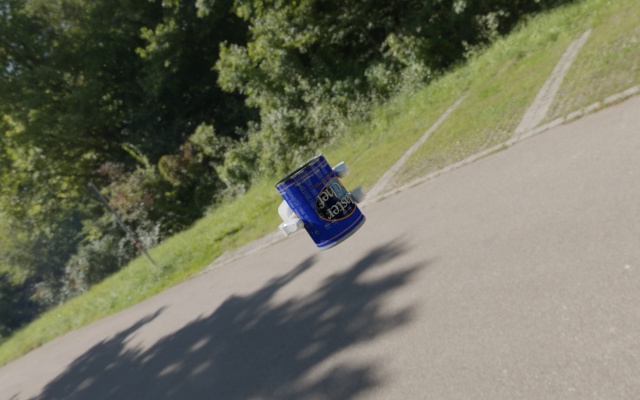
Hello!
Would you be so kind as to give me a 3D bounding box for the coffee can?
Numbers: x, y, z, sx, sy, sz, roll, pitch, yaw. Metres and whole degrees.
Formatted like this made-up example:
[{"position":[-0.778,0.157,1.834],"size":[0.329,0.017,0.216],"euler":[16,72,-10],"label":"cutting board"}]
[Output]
[{"position":[0.000,0.003,0.844],"size":[0.103,0.140,0.103],"euler":[-33,9,6],"label":"coffee can"}]
